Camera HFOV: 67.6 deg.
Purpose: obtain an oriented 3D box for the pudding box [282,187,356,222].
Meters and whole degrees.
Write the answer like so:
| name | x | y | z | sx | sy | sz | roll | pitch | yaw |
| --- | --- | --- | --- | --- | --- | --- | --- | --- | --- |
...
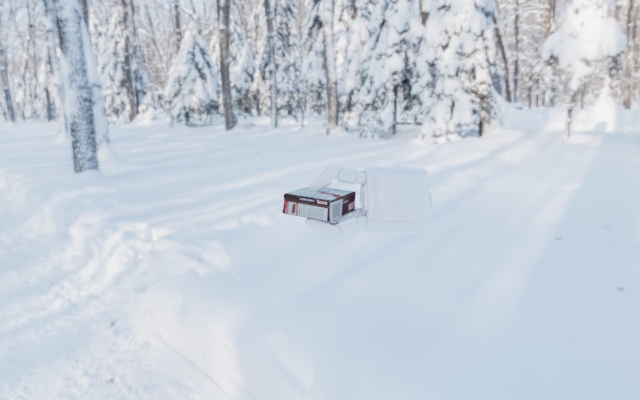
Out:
| name | x | y | z | sx | sy | sz | roll | pitch | yaw |
| --- | --- | --- | --- | --- | --- | --- | --- | --- | --- |
| pudding box | 0.000 | 0.003 | 0.824 | 0.090 | 0.039 | 0.113 | 8 | 11 | 24 |
